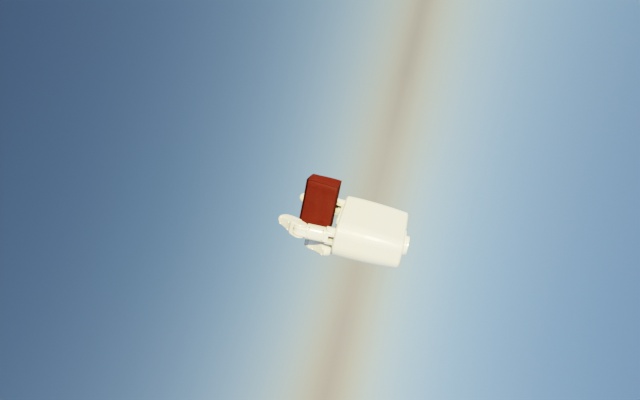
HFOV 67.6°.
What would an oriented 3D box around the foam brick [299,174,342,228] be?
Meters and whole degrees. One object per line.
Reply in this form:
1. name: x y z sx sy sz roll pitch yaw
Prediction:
1. foam brick: 0.000 0.002 0.769 0.051 0.078 0.053 14 17 7
